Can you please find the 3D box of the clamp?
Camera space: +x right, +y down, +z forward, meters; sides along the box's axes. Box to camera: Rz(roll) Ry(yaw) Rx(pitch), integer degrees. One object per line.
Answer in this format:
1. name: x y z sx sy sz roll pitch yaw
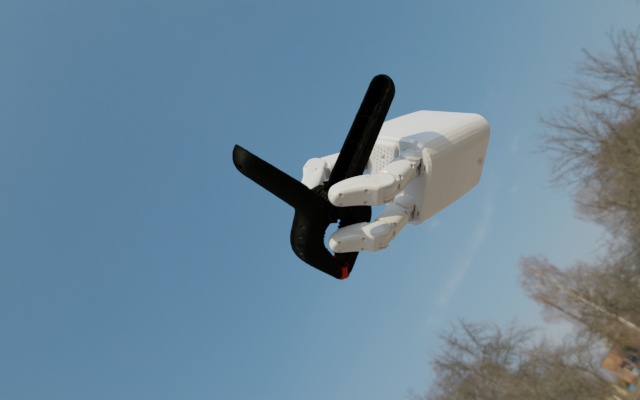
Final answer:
1. clamp: 0.000 0.001 0.447 0.164 0.210 0.036 -25 43 -30
